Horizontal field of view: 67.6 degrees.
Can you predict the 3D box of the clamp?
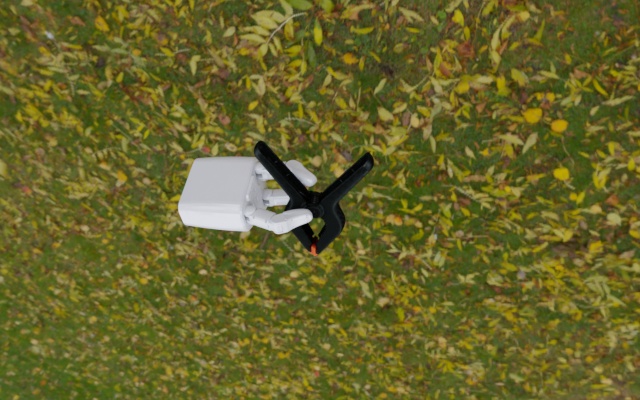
[{"bbox_3d":[0.000,0.003,0.702,0.164,0.210,0.036,3,42,14],"label":"clamp"}]
